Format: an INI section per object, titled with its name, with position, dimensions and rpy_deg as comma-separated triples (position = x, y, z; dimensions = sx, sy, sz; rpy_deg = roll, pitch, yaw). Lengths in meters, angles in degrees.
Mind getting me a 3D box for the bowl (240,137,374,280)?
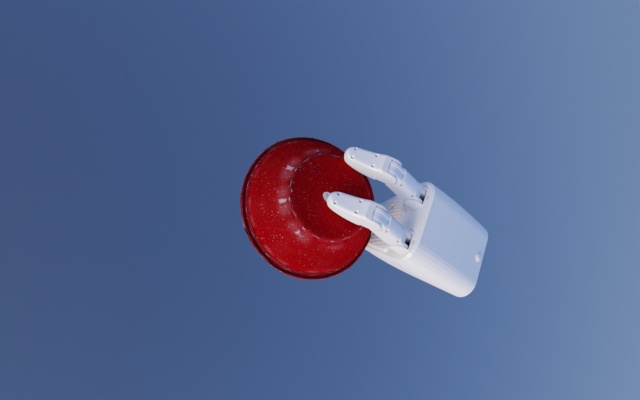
[bowl]
position = -0.001, 0.001, 0.508
dimensions = 0.162, 0.162, 0.055
rpy_deg = 0, -12, -25
